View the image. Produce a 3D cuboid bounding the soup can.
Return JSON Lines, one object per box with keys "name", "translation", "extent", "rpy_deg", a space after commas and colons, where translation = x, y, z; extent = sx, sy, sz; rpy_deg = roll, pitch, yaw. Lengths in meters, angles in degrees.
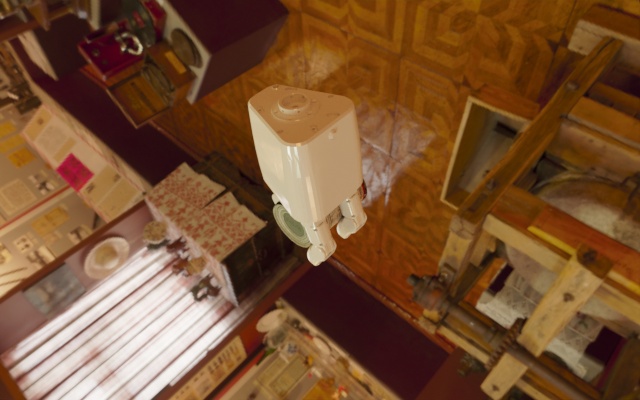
{"name": "soup can", "translation": [0.000, 0.002, 0.593], "extent": [0.102, 0.068, 0.068], "rpy_deg": [-40, 21, -27]}
